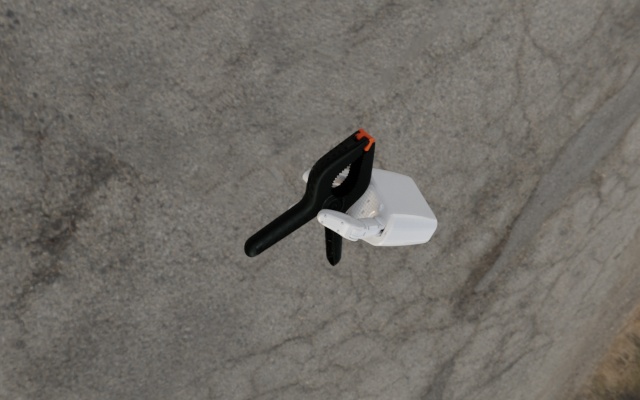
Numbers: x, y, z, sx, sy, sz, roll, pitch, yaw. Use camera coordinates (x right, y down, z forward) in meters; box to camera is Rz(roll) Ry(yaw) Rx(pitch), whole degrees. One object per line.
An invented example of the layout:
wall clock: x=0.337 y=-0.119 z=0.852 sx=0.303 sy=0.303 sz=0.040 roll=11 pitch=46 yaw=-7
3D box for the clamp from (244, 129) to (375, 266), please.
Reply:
clamp: x=0.001 y=0.002 z=0.618 sx=0.164 sy=0.210 sz=0.036 roll=4 pitch=31 yaw=-40
